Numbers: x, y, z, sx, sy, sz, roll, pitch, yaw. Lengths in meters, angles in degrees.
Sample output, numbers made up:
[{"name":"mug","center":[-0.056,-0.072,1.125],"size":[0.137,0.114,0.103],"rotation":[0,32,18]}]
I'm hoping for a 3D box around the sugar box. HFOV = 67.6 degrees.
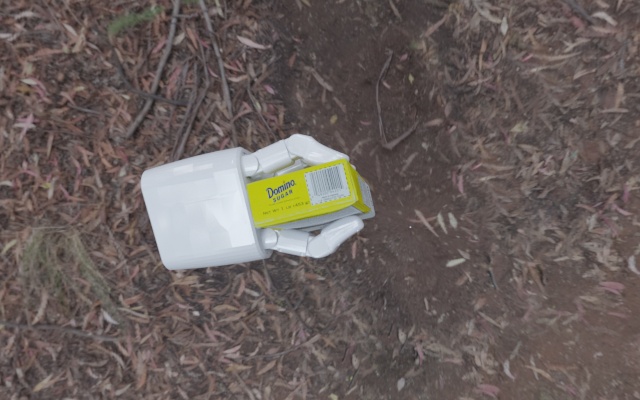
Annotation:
[{"name":"sugar box","center":[0.000,0.001,0.485],"size":[0.093,0.048,0.176],"rotation":[-13,-5,9]}]
